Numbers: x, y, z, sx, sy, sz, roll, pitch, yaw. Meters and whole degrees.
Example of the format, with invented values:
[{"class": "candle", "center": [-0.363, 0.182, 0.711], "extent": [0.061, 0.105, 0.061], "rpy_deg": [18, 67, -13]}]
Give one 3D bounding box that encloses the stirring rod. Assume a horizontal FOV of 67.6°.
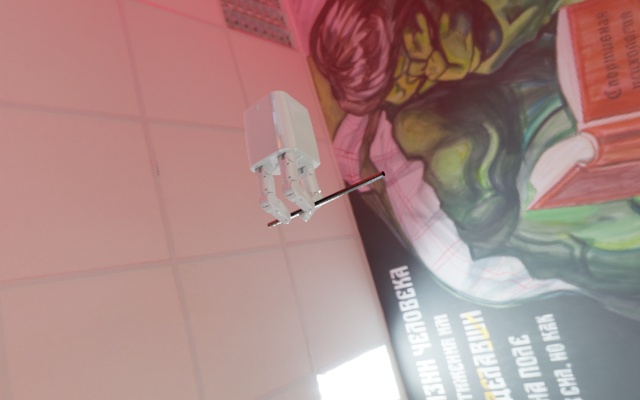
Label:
[{"class": "stirring rod", "center": [0.000, 0.002, 0.730], "extent": [0.239, 0.011, 0.011], "rpy_deg": [-24, -16, 38]}]
